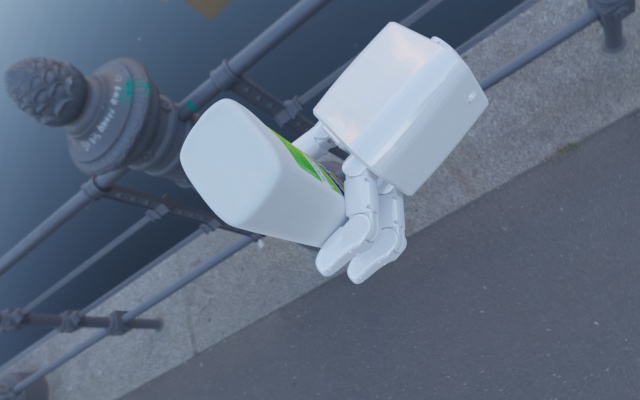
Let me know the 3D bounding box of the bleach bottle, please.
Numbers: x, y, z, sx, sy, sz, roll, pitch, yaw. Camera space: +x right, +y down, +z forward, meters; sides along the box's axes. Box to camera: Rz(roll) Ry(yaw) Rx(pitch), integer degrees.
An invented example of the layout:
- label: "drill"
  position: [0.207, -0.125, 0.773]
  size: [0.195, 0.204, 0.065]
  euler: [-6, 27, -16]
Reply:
- label: "bleach bottle"
  position: [0.000, 0.002, 0.432]
  size: [0.102, 0.068, 0.251]
  euler: [48, 13, 33]
